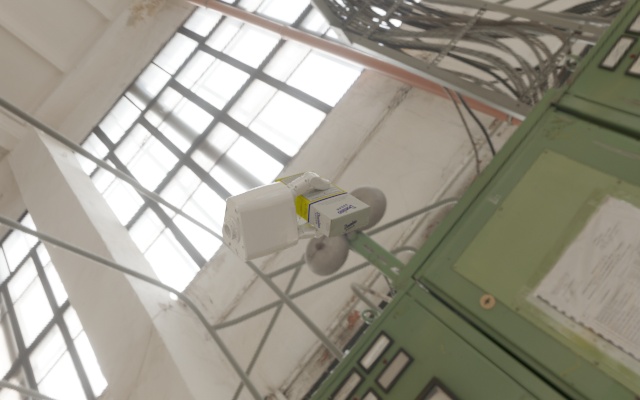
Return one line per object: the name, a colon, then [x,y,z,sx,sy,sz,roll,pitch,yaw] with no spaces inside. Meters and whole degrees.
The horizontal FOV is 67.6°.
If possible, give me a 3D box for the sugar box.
sugar box: [0.000,0.003,0.890,0.093,0.048,0.176,-17,37,-33]
